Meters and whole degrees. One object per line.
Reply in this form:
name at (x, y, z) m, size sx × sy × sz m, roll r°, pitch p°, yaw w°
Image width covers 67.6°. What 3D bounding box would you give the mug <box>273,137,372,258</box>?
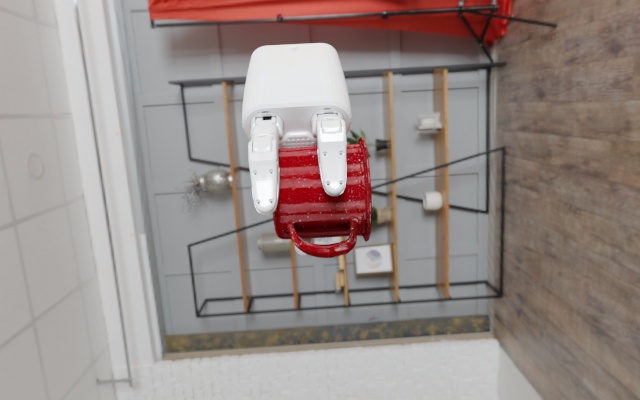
mug at (0.000, 0.003, 0.418) m, size 0.081 × 0.117 × 0.093 m, roll -3°, pitch -41°, yaw -1°
